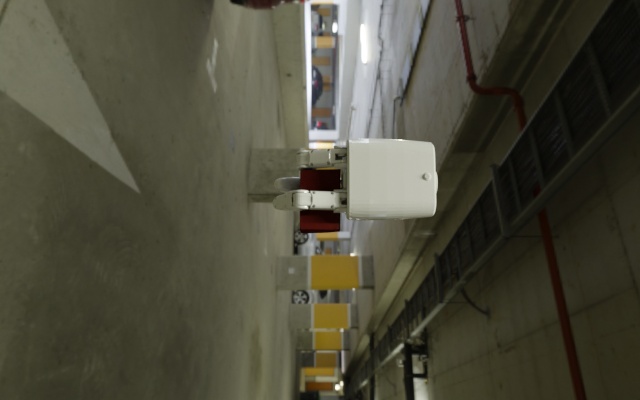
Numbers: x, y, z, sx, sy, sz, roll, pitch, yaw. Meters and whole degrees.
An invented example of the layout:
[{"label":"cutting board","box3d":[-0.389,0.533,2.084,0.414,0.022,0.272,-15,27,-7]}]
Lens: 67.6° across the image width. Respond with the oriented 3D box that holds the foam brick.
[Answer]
[{"label":"foam brick","box3d":[0.000,0.002,0.608,0.051,0.078,0.053,1,-7,0]}]
